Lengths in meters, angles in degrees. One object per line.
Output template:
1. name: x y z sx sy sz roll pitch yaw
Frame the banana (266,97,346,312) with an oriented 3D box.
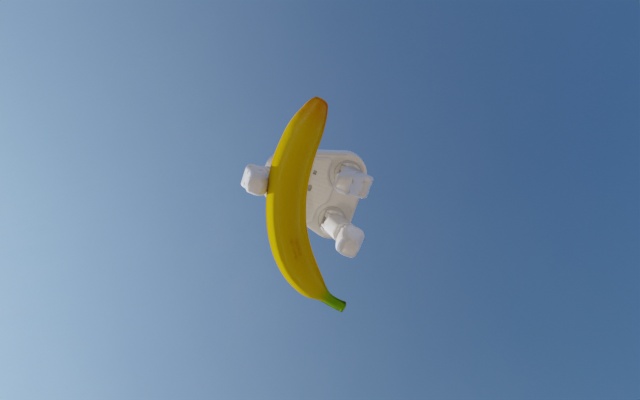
1. banana: -0.018 0.006 0.444 0.069 0.198 0.037 -5 9 7
